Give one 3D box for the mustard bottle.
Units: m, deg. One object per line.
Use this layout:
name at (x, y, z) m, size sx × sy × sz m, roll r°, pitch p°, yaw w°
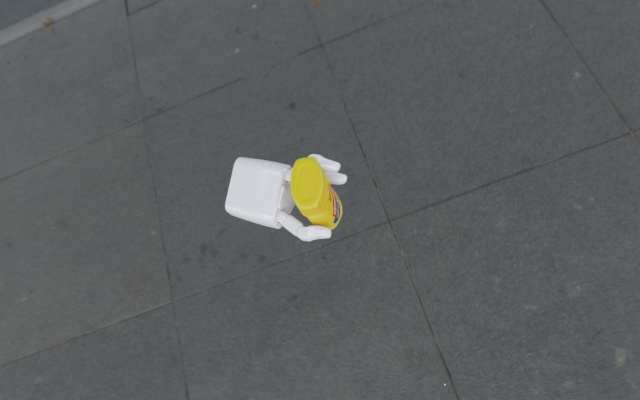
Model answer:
mustard bottle at (0.000, 0.003, 0.861) m, size 0.058 × 0.096 × 0.192 m, roll -11°, pitch -23°, yaw 11°
